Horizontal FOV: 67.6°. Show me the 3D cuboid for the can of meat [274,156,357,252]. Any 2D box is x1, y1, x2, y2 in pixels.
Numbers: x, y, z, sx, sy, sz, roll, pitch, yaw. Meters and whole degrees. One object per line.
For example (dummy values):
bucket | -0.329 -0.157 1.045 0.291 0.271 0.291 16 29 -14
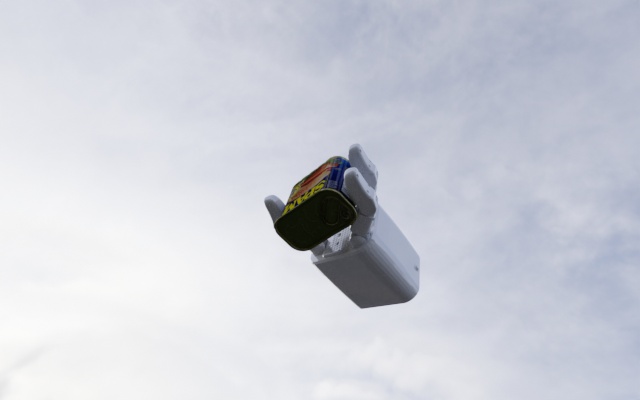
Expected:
can of meat | 0.000 0.002 0.588 0.102 0.057 0.084 -34 22 30
